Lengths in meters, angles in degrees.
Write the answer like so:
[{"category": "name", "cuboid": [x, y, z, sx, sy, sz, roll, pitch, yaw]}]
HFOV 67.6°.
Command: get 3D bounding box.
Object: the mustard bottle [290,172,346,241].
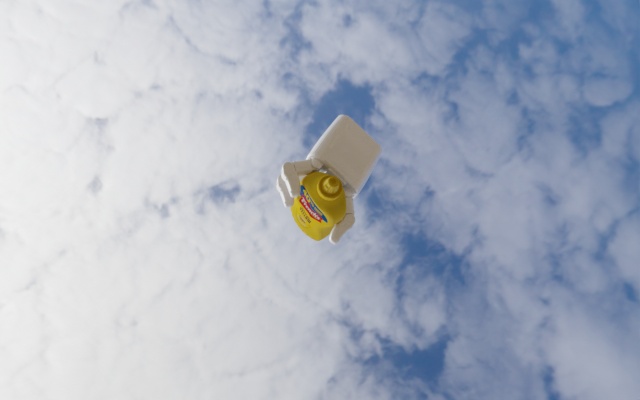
[{"category": "mustard bottle", "cuboid": [0.000, 0.003, 0.826, 0.058, 0.096, 0.192, -30, -10, -22]}]
